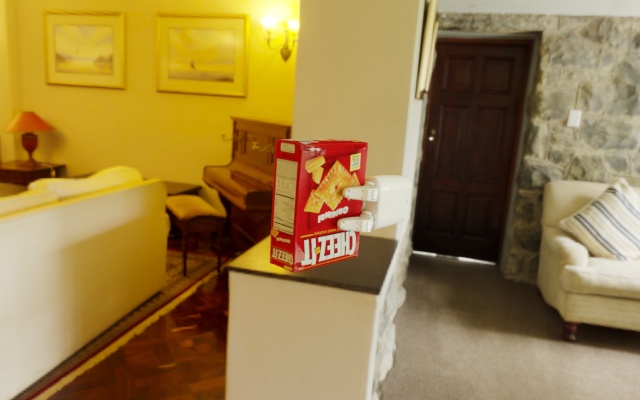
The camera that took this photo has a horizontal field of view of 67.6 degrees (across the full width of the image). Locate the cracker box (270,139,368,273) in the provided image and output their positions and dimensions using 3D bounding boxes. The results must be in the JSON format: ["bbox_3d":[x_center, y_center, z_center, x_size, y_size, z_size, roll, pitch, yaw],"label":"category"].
[{"bbox_3d":[0.000,0.002,0.824,0.164,0.214,0.072,-7,16,-44],"label":"cracker box"}]
